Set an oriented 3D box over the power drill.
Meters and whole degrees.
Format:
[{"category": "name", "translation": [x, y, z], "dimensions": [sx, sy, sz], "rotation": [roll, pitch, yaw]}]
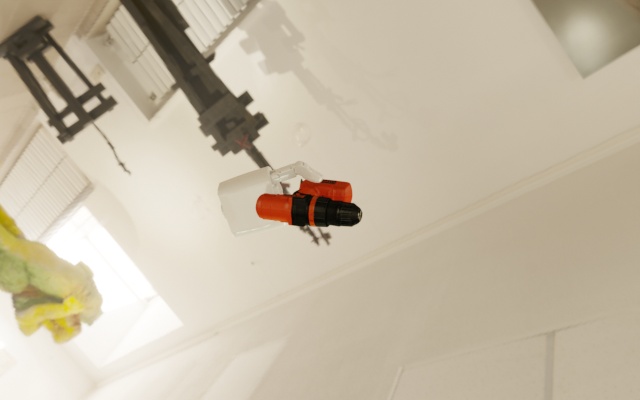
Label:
[{"category": "power drill", "translation": [0.000, 0.003, 0.860], "dimensions": [0.184, 0.057, 0.187], "rotation": [7, 12, 17]}]
